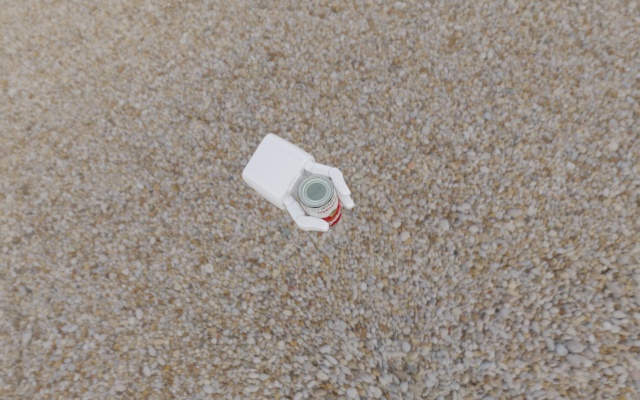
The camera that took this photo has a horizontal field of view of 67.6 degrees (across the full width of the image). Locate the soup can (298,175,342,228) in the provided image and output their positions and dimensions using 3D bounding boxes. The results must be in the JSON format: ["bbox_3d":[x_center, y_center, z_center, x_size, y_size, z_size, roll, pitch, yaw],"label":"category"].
[{"bbox_3d":[0.000,0.003,0.890,0.068,0.068,0.102,0,-25,11],"label":"soup can"}]
